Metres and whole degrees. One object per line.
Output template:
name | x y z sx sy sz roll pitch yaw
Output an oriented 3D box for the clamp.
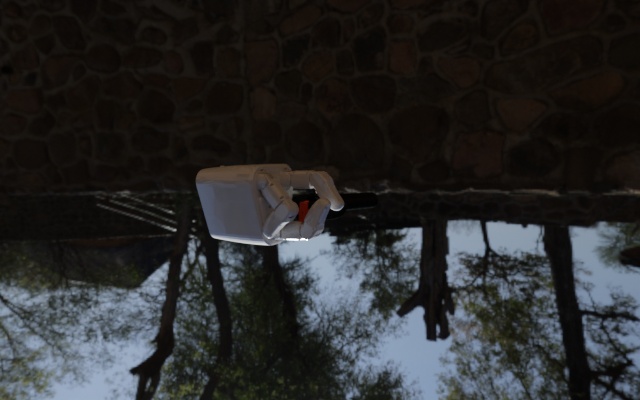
clamp | 0.000 0.003 0.712 0.120 0.039 0.171 2 6 31
